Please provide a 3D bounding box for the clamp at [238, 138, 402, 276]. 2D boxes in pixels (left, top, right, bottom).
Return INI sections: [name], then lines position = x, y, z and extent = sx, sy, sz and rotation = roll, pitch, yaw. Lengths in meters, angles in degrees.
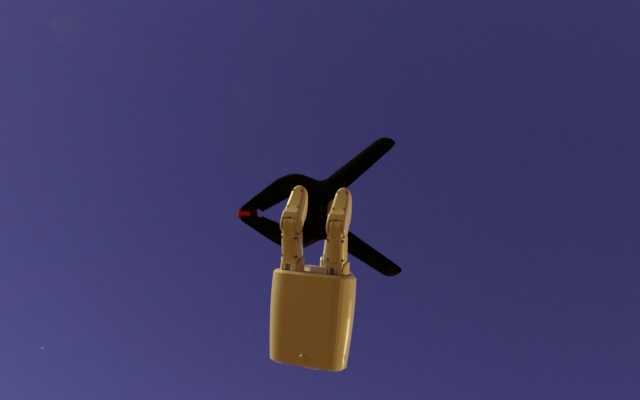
[clamp]
position = 0.000, 0.002, 0.592
extent = 0.210, 0.164, 0.036
rotation = 3, -5, 16
